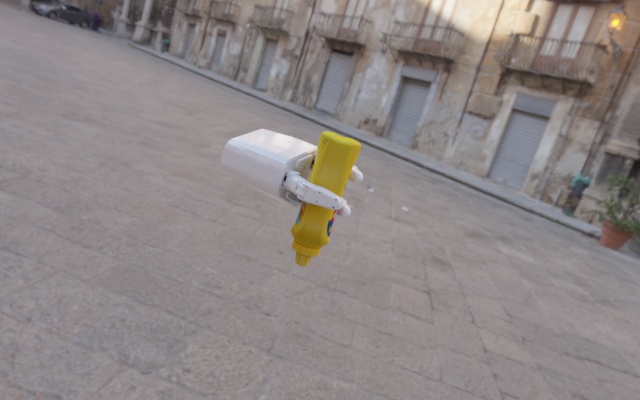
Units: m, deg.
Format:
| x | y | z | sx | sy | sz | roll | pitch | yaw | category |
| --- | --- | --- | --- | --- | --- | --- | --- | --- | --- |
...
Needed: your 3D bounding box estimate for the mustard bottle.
| x | y | z | sx | sy | sz | roll | pitch | yaw | category |
| --- | --- | --- | --- | --- | --- | --- | --- | --- | --- |
| 0.001 | 0.002 | 0.669 | 0.058 | 0.192 | 0.096 | 18 | 11 | -2 | mustard bottle |
